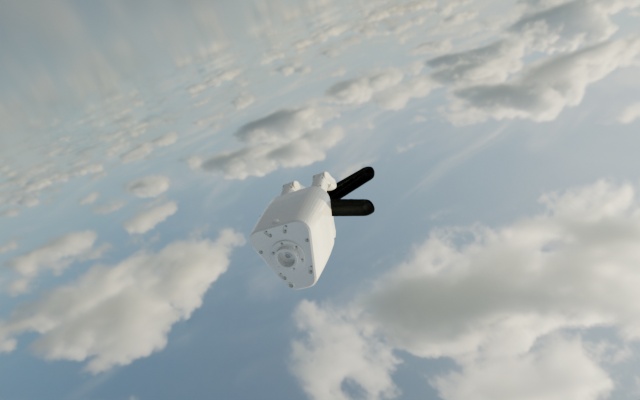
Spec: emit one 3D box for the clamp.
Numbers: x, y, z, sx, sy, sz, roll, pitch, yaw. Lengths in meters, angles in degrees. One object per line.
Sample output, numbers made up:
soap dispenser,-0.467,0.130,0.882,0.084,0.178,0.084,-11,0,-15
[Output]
clamp,0.000,0.004,0.807,0.210,0.036,0.164,-16,20,20
